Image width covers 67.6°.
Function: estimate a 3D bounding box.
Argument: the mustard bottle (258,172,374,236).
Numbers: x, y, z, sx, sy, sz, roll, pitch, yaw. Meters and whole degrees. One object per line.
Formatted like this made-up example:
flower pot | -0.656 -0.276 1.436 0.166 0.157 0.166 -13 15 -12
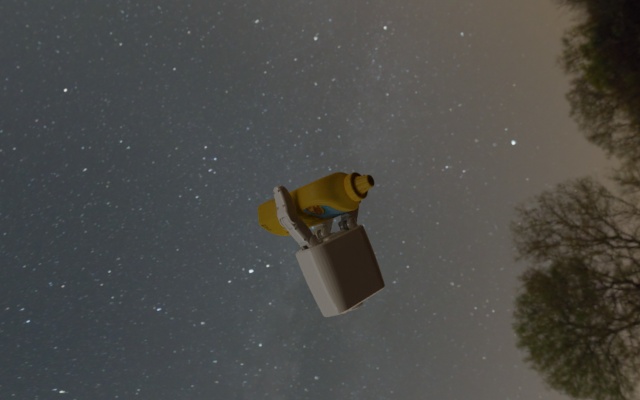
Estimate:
mustard bottle | 0.000 0.002 0.722 0.192 0.058 0.096 -22 -24 37
